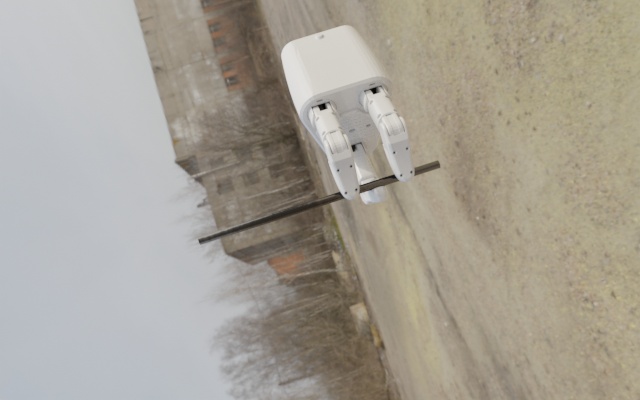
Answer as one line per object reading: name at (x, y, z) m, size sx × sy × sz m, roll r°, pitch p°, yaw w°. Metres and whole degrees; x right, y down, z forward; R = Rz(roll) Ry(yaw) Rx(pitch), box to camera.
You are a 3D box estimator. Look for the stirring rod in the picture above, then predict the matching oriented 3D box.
stirring rod at (0.000, 0.001, 0.457) m, size 0.239 × 0.011 × 0.011 m, roll -18°, pitch 1°, yaw -3°
